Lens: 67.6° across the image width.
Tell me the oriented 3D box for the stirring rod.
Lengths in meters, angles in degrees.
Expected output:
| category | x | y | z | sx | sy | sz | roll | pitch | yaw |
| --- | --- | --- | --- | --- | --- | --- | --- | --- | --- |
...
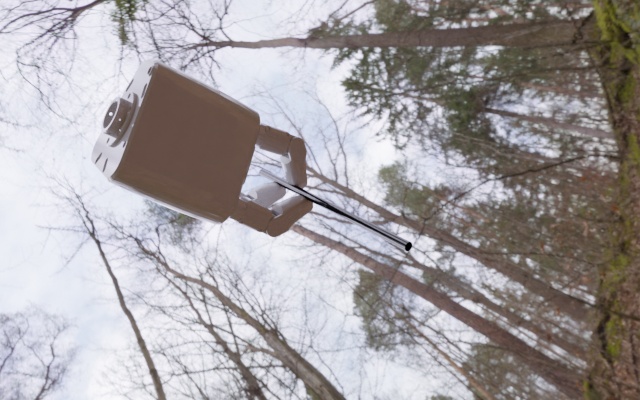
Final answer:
| category | x | y | z | sx | sy | sz | roll | pitch | yaw |
| --- | --- | --- | --- | --- | --- | --- | --- | --- | --- |
| stirring rod | 0.000 | 0.001 | 0.461 | 0.011 | 0.011 | 0.239 | 0 | 16 | -36 |
